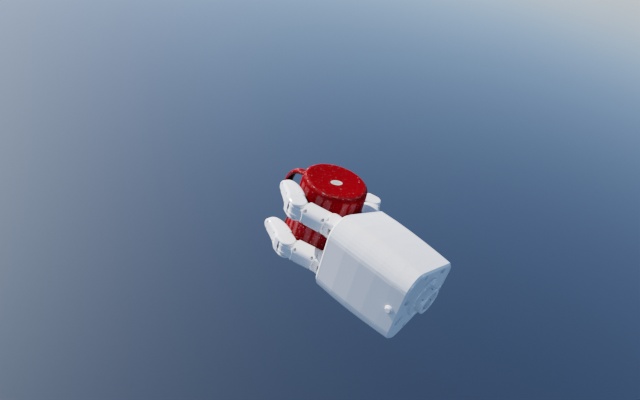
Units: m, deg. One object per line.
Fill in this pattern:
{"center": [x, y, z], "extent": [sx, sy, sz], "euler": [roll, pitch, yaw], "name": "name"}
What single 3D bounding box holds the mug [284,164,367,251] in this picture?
{"center": [-0.001, 0.001, 0.596], "extent": [0.117, 0.081, 0.093], "euler": [36, 37, 26], "name": "mug"}
